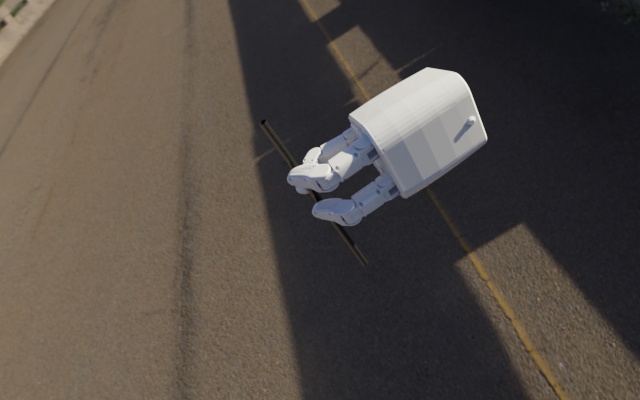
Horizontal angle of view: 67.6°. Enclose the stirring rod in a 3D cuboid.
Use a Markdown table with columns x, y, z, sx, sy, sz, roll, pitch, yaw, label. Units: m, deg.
| x | y | z | sx | sy | sz | roll | pitch | yaw | label |
| --- | --- | --- | --- | --- | --- | --- | --- | --- | --- |
| 0.000 | 0.002 | 0.539 | 0.011 | 0.011 | 0.240 | 0 | -41 | 38 | stirring rod |
